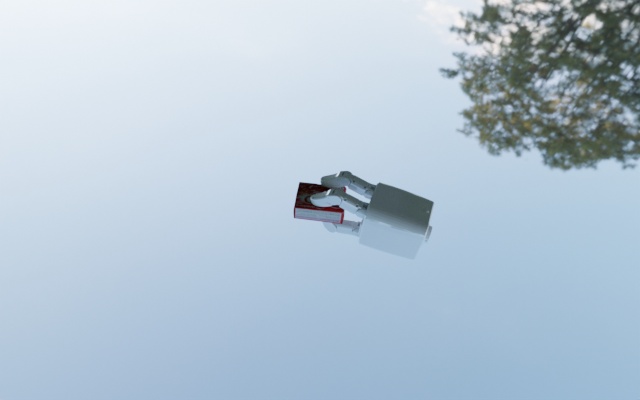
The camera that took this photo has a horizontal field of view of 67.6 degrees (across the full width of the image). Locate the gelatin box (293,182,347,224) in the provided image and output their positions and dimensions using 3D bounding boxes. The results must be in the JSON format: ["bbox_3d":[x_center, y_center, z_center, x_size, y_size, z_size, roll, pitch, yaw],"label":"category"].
[{"bbox_3d":[0.000,0.003,0.853,0.089,0.030,0.073,6,41,2],"label":"gelatin box"}]
